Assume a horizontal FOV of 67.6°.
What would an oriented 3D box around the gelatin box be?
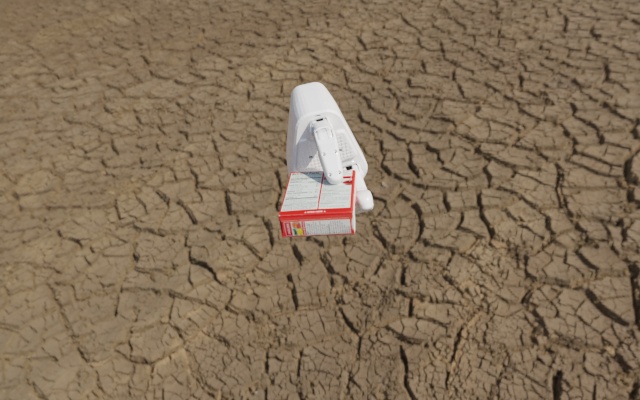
[{"bbox_3d":[0.000,0.001,0.496,0.073,0.030,0.089,-3,32,7],"label":"gelatin box"}]
